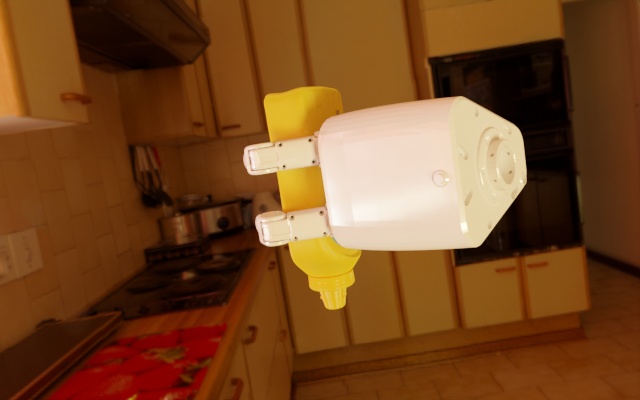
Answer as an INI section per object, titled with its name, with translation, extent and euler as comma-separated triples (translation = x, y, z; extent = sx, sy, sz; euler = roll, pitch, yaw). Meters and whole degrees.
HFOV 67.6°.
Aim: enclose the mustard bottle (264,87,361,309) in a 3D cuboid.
[mustard bottle]
translation = 0.000, 0.001, 0.420
extent = 0.058, 0.191, 0.096
euler = -7, 7, 20
